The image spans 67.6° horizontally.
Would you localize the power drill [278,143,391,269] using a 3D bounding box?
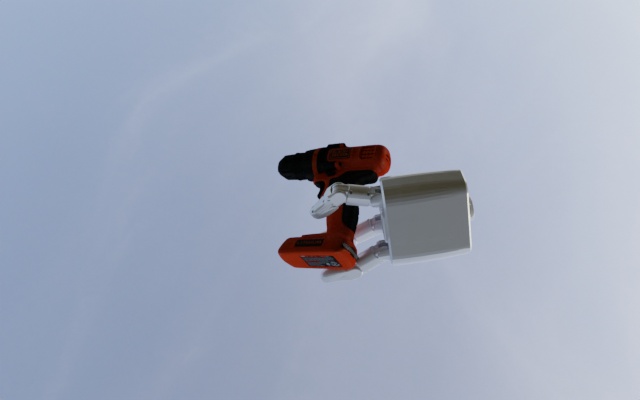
[{"bbox_3d":[0.000,0.003,0.683,0.184,0.187,0.057,-3,-32,30],"label":"power drill"}]
